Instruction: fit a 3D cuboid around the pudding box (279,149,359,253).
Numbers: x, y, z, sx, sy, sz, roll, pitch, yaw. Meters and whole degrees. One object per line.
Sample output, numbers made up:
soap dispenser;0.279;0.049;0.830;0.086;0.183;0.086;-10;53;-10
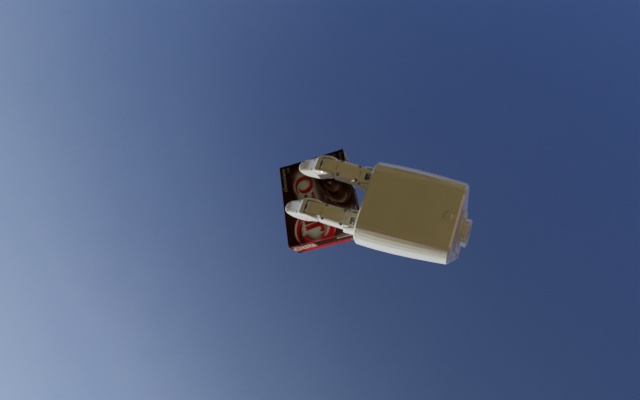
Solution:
pudding box;0.000;0.002;0.601;0.090;0.113;0.039;-15;-25;16
